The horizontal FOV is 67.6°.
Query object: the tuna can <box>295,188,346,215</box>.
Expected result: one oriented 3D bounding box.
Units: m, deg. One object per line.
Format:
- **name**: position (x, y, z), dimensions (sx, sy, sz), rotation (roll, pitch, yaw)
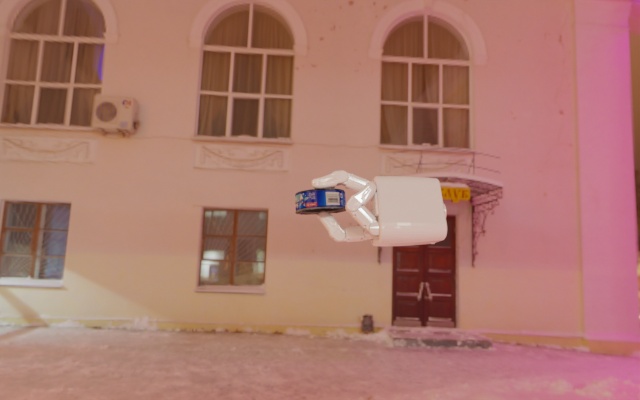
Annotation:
- **tuna can**: position (0.000, 0.002, 0.798), dimensions (0.086, 0.033, 0.086), rotation (-3, -8, 0)
